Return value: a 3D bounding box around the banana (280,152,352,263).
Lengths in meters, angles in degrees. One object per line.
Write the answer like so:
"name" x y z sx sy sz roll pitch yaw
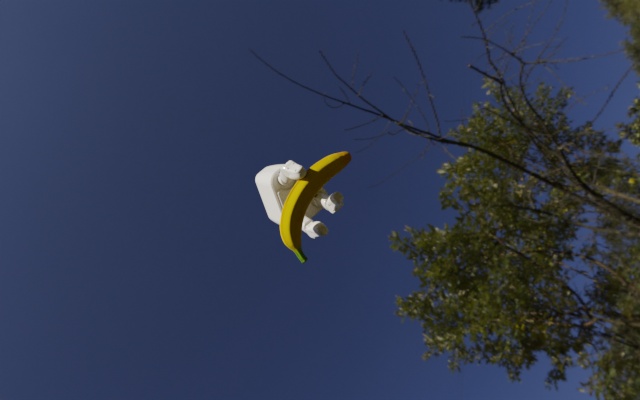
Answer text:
"banana" -0.017 -0.003 0.773 0.069 0.197 0.037 27 -10 -16
